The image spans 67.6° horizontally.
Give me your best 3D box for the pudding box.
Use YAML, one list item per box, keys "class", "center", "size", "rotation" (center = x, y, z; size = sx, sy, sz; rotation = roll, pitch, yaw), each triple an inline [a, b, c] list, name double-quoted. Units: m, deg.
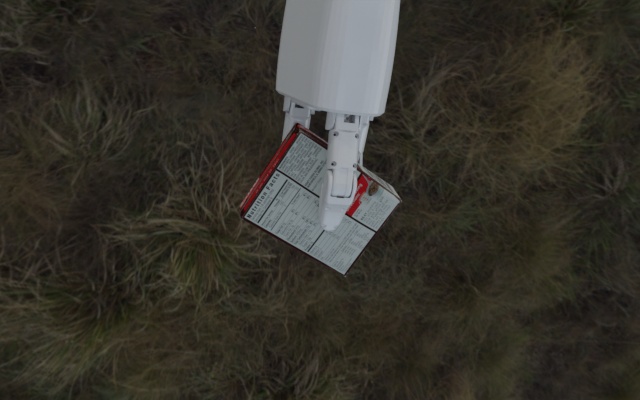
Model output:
- class: "pudding box"
  center: [0.000, 0.001, 0.413]
  size: [0.113, 0.090, 0.039]
  rotation: [33, 12, -17]
